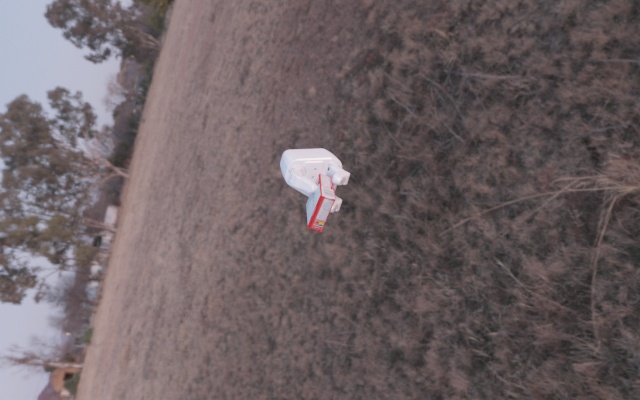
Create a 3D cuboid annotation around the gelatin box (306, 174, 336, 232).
[{"bbox_3d":[0.000,0.003,0.879,0.030,0.073,0.089,17,28,-13],"label":"gelatin box"}]
